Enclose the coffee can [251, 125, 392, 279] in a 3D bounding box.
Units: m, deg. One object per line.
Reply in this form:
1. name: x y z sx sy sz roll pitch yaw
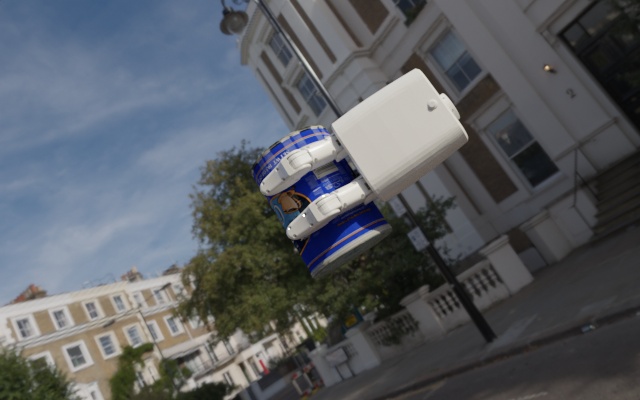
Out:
1. coffee can: 0.000 0.002 0.539 0.103 0.140 0.103 -30 -13 -8
